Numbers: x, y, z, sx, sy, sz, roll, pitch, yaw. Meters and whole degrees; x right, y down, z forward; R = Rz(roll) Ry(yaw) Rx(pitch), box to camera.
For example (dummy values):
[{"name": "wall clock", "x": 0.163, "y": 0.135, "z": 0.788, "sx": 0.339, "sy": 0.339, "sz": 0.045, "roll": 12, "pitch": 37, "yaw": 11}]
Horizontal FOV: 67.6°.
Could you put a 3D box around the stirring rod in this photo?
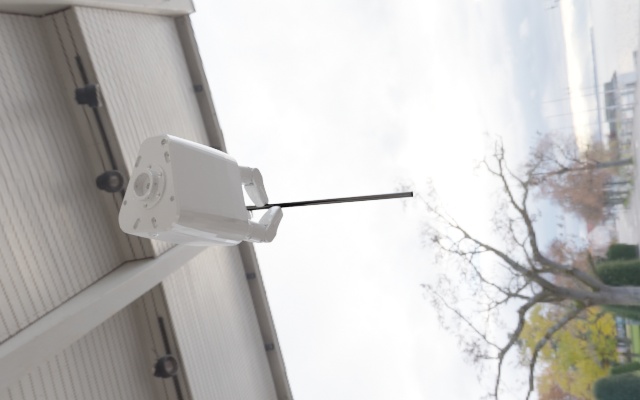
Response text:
[{"name": "stirring rod", "x": 0.000, "y": 0.002, "z": 0.603, "sx": 0.239, "sy": 0.011, "sz": 0.011, "roll": -5, "pitch": -3, "yaw": 29}]
